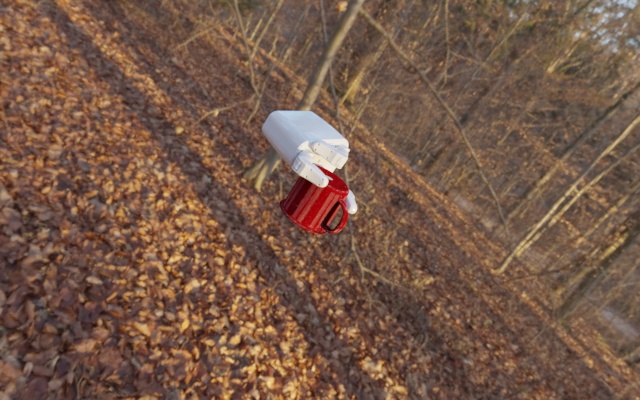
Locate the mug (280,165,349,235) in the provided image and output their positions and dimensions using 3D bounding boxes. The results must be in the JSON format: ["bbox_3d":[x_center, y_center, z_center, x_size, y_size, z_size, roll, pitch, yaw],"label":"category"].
[{"bbox_3d":[0.001,0.003,0.769,0.093,0.081,0.117,8,32,-50],"label":"mug"}]
